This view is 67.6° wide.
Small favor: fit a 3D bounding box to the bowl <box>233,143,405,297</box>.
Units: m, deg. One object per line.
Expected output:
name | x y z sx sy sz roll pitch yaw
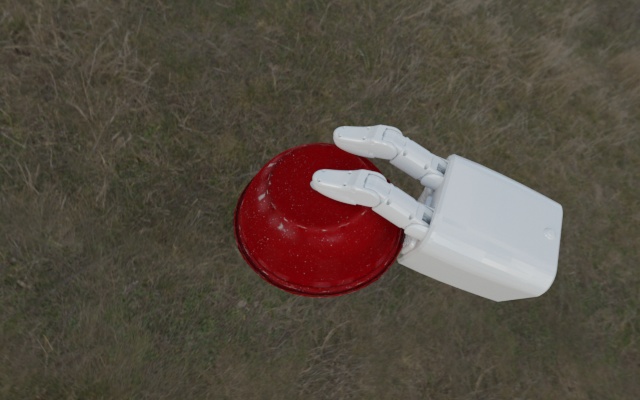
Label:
bowl | -0.001 0.001 0.427 0.162 0.162 0.055 0 -35 -1
